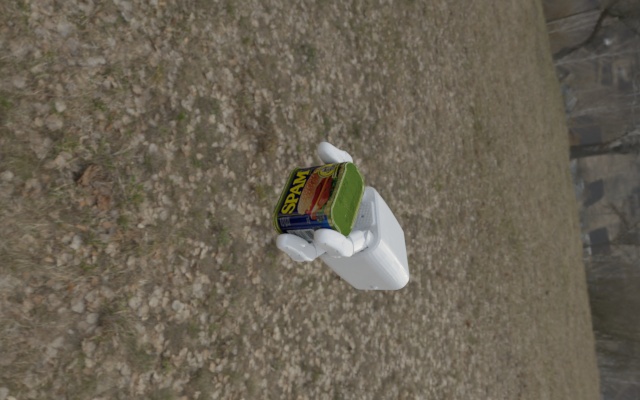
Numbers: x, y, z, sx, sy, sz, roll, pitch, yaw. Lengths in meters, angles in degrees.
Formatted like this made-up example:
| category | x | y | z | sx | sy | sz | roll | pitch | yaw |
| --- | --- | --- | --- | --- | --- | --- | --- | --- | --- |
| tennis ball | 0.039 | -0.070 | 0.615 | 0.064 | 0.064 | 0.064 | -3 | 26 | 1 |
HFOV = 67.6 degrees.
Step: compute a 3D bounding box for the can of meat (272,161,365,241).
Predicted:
| category | x | y | z | sx | sy | sz | roll | pitch | yaw |
| --- | --- | --- | --- | --- | --- | --- | --- | --- | --- |
| can of meat | 0.000 | 0.002 | 0.588 | 0.084 | 0.102 | 0.057 | -6 | -42 | 34 |
